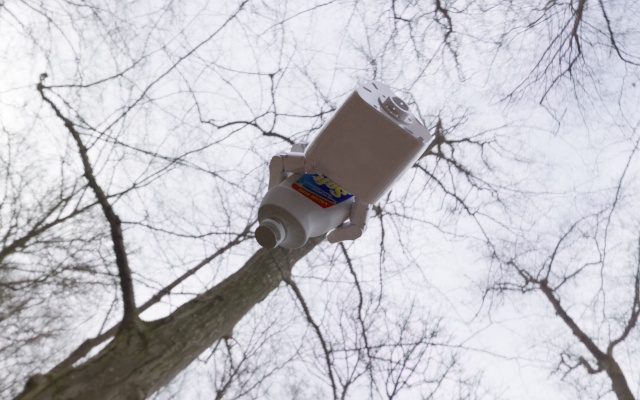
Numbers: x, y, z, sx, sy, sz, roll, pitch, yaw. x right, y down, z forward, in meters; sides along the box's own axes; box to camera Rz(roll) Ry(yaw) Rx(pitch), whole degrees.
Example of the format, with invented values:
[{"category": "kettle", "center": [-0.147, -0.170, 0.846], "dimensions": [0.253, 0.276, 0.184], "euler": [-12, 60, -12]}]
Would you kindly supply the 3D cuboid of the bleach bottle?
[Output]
[{"category": "bleach bottle", "center": [0.000, 0.002, 0.623], "dimensions": [0.068, 0.102, 0.250], "euler": [-50, -6, 34]}]
